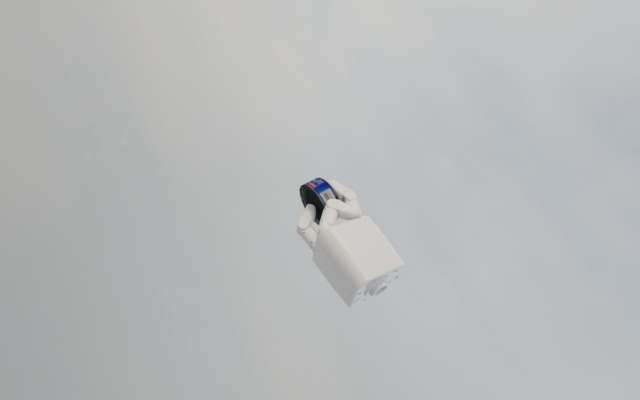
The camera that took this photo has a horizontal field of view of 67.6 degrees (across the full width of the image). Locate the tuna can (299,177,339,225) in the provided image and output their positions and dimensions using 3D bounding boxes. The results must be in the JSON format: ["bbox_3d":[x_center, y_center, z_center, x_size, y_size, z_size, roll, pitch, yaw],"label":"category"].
[{"bbox_3d":[0.001,0.002,0.852,0.033,0.086,0.086,-29,12,-23],"label":"tuna can"}]
